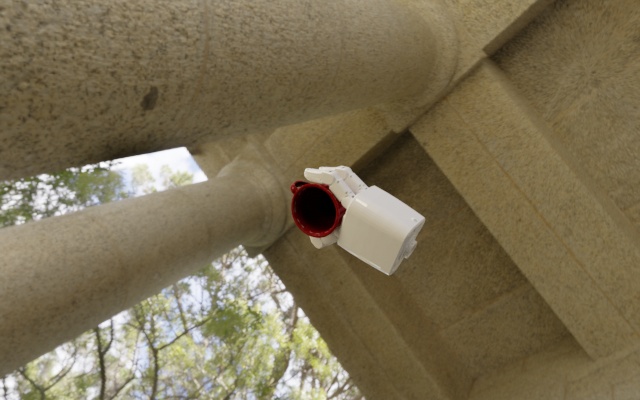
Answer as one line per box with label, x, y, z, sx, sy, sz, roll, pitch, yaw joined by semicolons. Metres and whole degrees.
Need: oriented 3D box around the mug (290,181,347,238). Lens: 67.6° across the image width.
mug;-0.001;0.002;0.830;0.117;0.093;0.081;34;27;19
